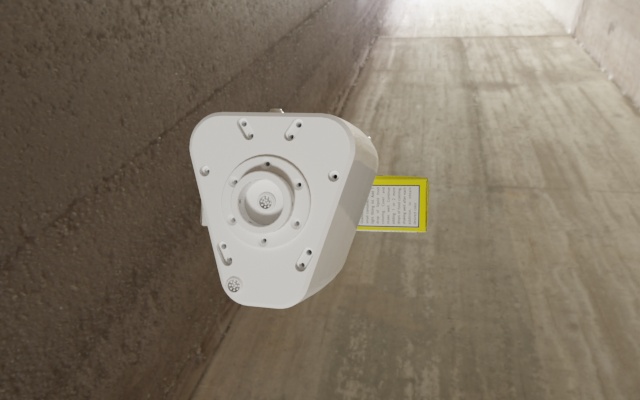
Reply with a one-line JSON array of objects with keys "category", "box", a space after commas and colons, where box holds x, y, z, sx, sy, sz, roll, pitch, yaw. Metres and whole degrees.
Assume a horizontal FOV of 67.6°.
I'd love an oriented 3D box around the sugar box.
[{"category": "sugar box", "box": [0.000, 0.001, 0.401, 0.176, 0.048, 0.093, 3, 1, 11]}]
